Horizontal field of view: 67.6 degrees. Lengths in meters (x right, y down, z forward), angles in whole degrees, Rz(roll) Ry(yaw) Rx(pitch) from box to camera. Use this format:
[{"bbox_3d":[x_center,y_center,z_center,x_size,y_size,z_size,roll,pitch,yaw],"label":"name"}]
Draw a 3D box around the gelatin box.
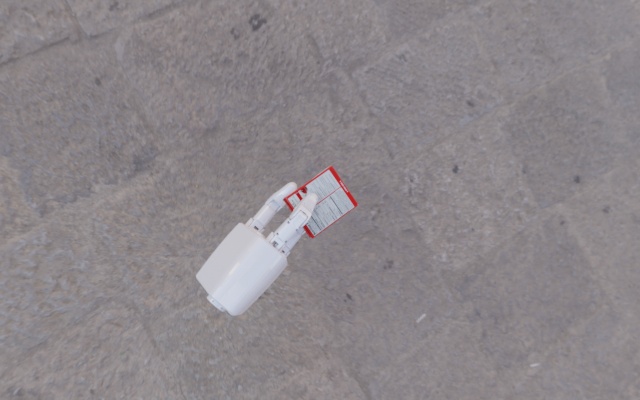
[{"bbox_3d":[0.000,0.002,0.718,0.089,0.073,0.030,-36,5,-9],"label":"gelatin box"}]
